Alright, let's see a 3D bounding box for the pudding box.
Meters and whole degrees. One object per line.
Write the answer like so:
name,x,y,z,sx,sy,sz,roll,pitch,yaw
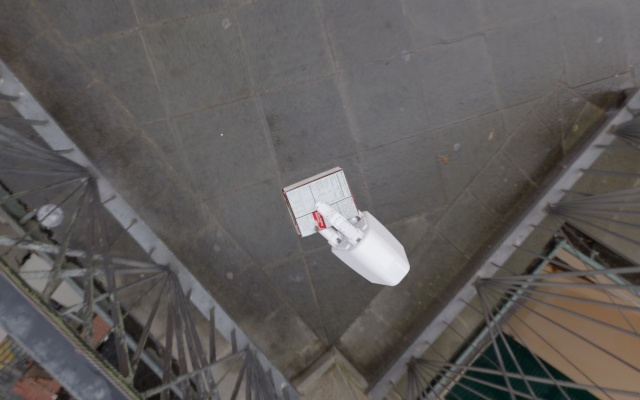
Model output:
pudding box,0.000,0.003,0.826,0.113,0.090,0.039,-22,12,-8
